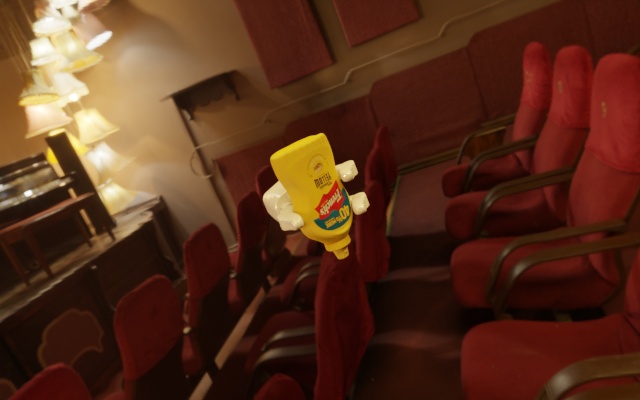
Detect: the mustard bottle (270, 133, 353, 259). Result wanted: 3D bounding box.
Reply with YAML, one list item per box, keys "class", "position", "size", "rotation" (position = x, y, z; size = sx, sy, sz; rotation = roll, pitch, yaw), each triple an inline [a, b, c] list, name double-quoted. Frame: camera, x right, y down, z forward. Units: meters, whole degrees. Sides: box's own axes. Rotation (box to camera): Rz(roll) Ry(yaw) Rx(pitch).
- class: "mustard bottle"
  position: [0.000, 0.002, 0.726]
  size: [0.058, 0.192, 0.096]
  rotation: [-6, 21, 48]
